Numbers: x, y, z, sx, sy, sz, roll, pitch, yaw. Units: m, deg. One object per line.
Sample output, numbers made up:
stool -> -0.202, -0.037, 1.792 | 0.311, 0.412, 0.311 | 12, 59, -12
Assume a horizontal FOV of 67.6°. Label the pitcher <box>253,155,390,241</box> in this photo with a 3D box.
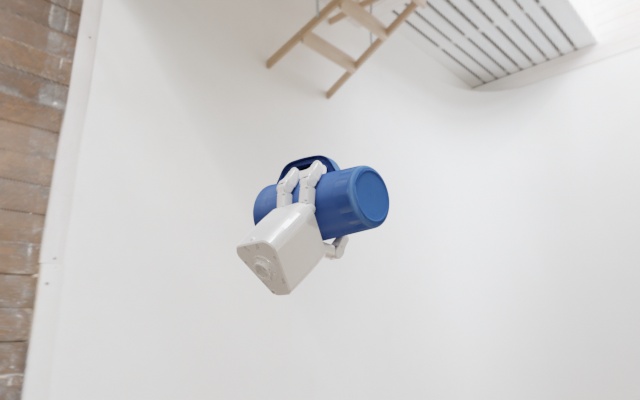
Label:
pitcher -> 0.000, 0.003, 0.870 | 0.243, 0.149, 0.145 | -14, 22, 42
